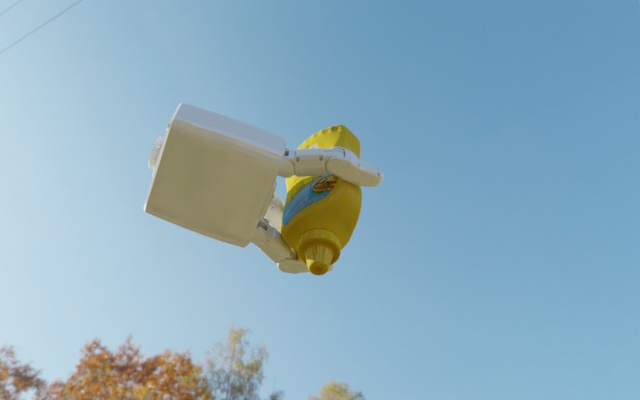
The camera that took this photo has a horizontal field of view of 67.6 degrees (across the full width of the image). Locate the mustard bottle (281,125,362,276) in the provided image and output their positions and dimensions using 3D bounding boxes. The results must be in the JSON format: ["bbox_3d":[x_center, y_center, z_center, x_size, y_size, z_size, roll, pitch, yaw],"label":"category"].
[{"bbox_3d":[0.000,0.002,0.504,0.096,0.191,0.058,-34,-60,26],"label":"mustard bottle"}]
